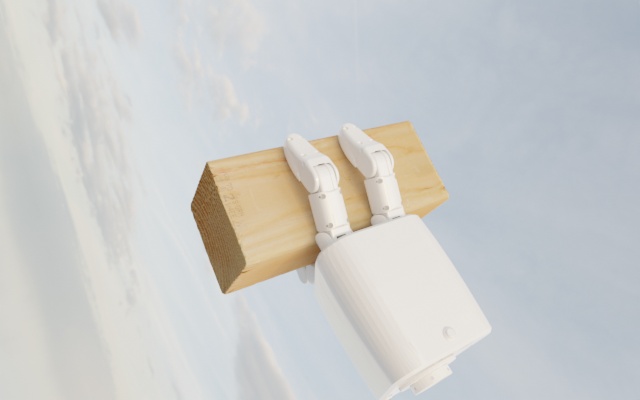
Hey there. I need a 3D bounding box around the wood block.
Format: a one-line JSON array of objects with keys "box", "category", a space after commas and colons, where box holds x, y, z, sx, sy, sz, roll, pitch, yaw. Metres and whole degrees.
[{"box": [0.000, 0.002, 0.437, 0.206, 0.090, 0.091, -15, -18, -30], "category": "wood block"}]
